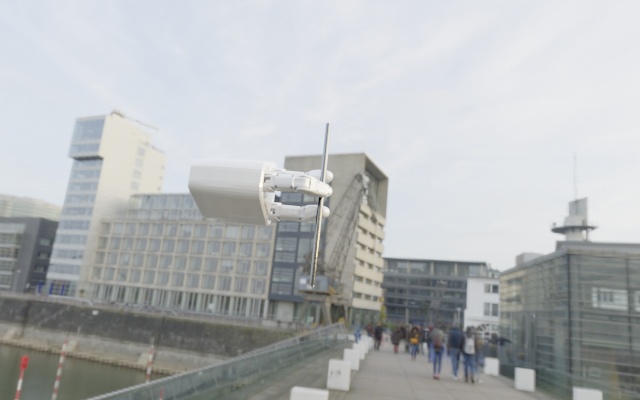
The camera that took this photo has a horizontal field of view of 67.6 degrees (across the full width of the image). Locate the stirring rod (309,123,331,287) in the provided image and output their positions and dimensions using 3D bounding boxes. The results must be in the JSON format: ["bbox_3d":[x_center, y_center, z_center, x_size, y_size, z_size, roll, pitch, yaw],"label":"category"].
[{"bbox_3d":[0.000,0.002,0.687,0.011,0.239,0.011,6,-13,1],"label":"stirring rod"}]
